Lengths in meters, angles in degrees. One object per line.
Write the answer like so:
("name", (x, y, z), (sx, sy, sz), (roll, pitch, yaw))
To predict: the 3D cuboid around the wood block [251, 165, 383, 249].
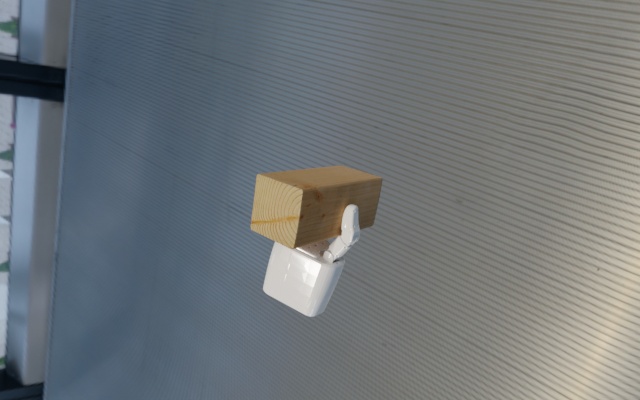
("wood block", (0.000, 0.003, 0.753), (0.091, 0.090, 0.206), (21, 20, 35))
